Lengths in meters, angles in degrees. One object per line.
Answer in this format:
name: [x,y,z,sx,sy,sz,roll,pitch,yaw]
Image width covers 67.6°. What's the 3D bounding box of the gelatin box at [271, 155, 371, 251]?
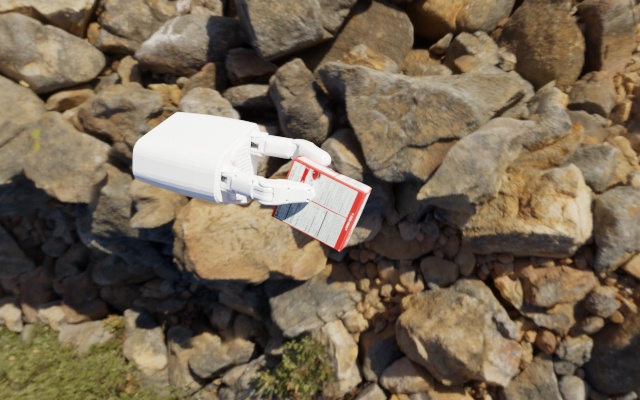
gelatin box: [0.000,0.002,0.519,0.089,0.073,0.030,27,19,13]
